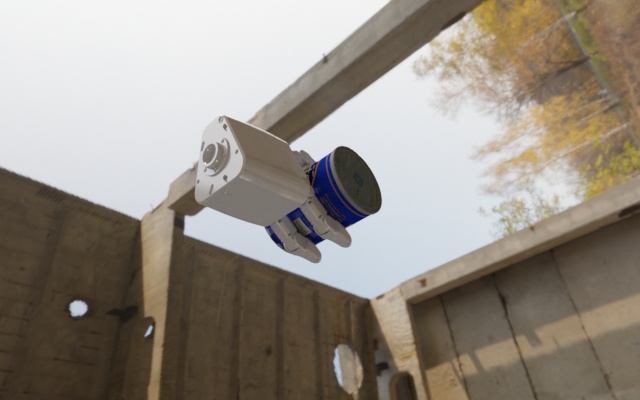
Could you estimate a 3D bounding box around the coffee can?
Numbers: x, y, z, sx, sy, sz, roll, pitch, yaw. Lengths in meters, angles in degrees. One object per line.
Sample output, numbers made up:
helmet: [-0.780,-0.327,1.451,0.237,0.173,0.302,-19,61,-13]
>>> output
coffee can: [0.000,0.002,0.671,0.140,0.102,0.103,-31,-17,30]
